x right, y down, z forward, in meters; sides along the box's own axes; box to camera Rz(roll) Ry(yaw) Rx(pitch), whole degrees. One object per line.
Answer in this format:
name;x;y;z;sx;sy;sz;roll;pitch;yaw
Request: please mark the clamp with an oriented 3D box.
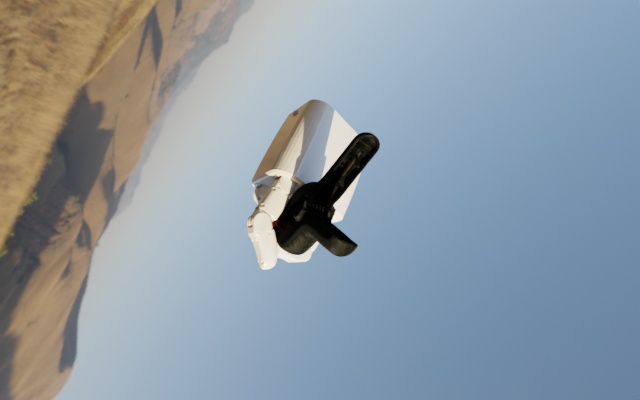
clamp;0.000;0.002;0.475;0.039;0.120;0.171;33;-22;-21
